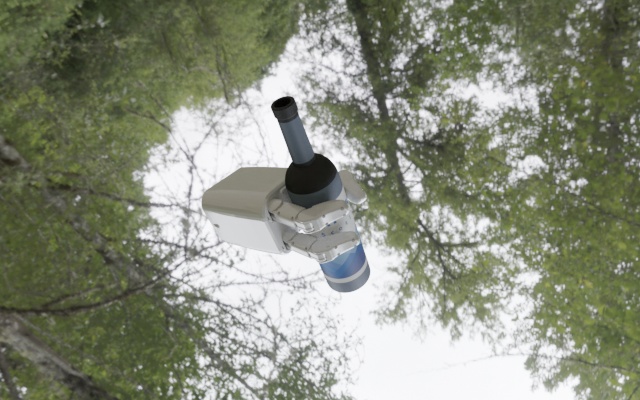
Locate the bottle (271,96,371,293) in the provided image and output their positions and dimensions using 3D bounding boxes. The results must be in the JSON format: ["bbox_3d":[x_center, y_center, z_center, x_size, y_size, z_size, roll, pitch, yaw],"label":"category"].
[{"bbox_3d":[0.000,0.002,0.600,0.069,0.296,0.069,-12,41,11],"label":"bottle"}]
